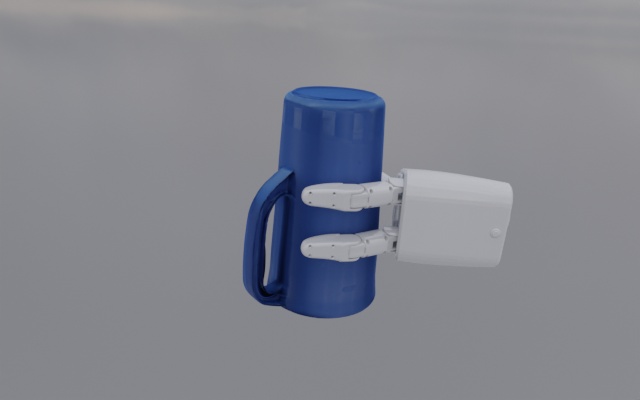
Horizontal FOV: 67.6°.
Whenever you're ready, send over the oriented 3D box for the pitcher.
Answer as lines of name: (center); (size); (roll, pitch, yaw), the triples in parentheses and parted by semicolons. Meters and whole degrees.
pitcher: (0.000, 0.002, 0.536); (0.145, 0.243, 0.149); (6, 21, 6)
